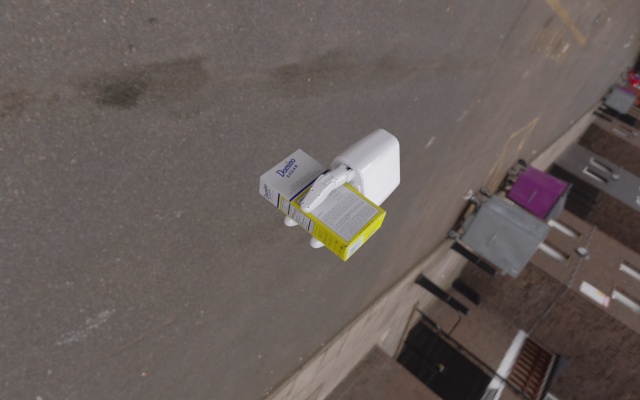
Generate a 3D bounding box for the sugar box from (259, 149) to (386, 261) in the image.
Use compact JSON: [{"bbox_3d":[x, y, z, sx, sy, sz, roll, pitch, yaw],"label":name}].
[{"bbox_3d":[0.000,0.003,0.725,0.176,0.048,0.093,37,55,21],"label":"sugar box"}]
